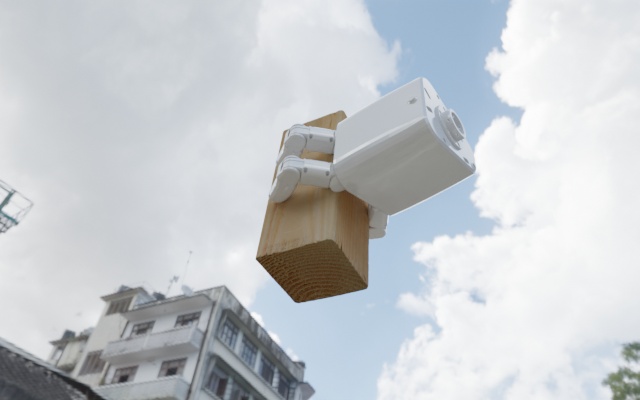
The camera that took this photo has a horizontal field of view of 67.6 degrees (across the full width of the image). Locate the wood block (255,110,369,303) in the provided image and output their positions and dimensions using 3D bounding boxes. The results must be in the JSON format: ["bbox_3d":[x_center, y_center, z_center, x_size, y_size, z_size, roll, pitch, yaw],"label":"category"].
[{"bbox_3d":[0.001,0.002,0.555,0.090,0.206,0.091,-16,-49,22],"label":"wood block"}]
